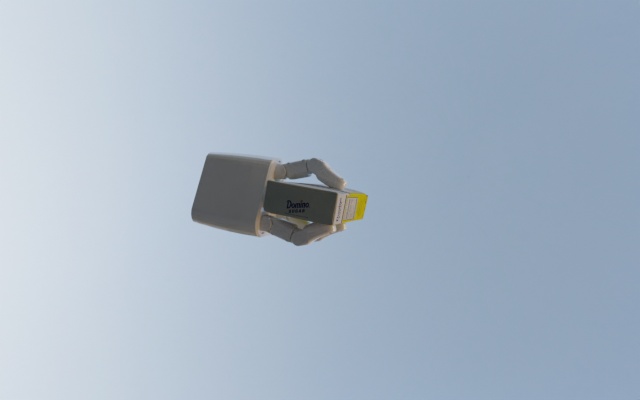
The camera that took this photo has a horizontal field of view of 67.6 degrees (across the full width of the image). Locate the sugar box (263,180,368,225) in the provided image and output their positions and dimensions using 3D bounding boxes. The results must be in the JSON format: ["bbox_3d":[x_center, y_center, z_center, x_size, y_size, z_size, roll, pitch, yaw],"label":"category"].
[{"bbox_3d":[0.000,0.003,0.645,0.093,0.048,0.176,11,6,17],"label":"sugar box"}]
